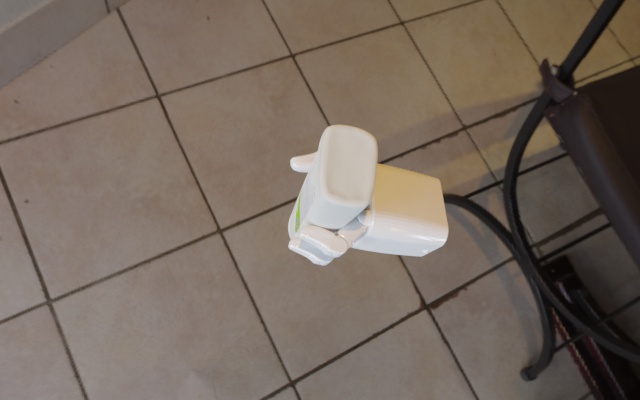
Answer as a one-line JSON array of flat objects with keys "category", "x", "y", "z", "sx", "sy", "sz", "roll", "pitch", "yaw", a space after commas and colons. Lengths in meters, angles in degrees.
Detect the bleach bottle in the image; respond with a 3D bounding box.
[{"category": "bleach bottle", "x": 0.000, "y": 0.002, "z": 0.636, "sx": 0.068, "sy": 0.102, "sz": 0.251, "roll": 11, "pitch": -21, "yaw": -11}]
